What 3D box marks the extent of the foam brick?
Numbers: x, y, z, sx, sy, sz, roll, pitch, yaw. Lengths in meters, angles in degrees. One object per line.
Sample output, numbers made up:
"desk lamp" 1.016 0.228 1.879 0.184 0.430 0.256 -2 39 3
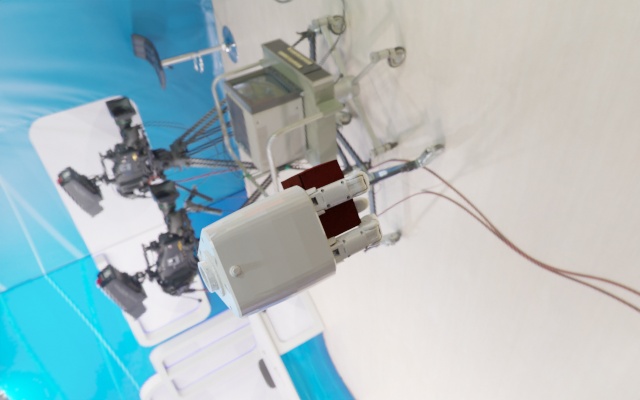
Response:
"foam brick" 0.000 0.001 0.520 0.051 0.078 0.053 -23 4 -25
